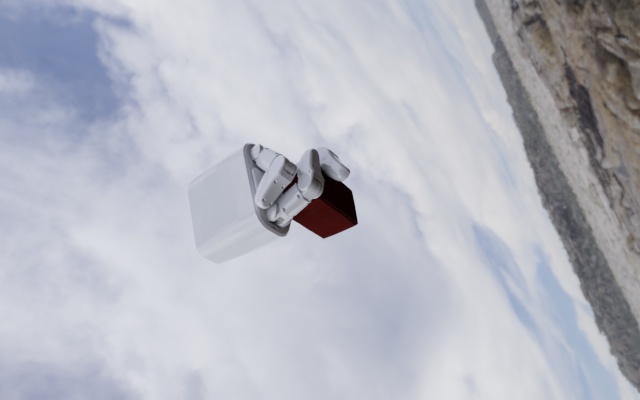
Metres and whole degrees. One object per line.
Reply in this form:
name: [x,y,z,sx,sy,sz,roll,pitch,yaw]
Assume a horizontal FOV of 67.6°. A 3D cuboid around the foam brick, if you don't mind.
foam brick: [0.000,0.002,0.571,0.051,0.053,0.078,-28,-42,27]
